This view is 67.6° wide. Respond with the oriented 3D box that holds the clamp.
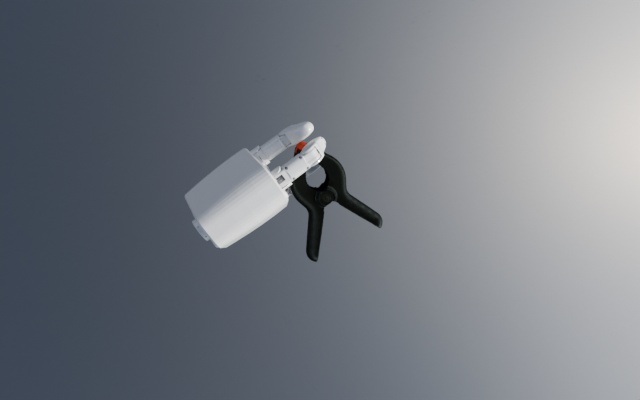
[{"bbox_3d":[0.000,0.002,0.671,0.120,0.171,0.039,-37,17,-7],"label":"clamp"}]
